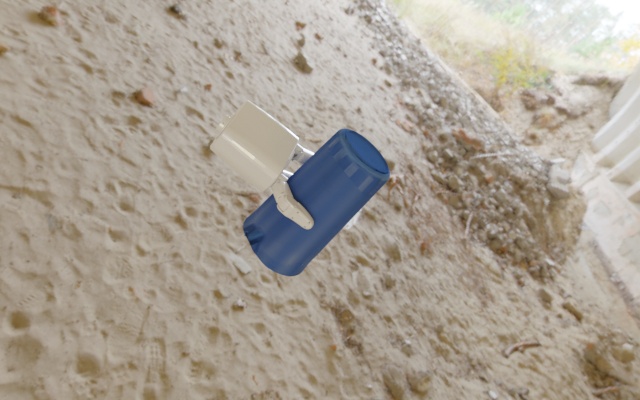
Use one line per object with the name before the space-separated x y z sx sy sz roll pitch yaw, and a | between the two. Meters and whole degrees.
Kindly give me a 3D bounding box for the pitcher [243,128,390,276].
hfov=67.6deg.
pitcher | 0.000 0.002 0.782 0.145 0.243 0.149 38 27 -16
